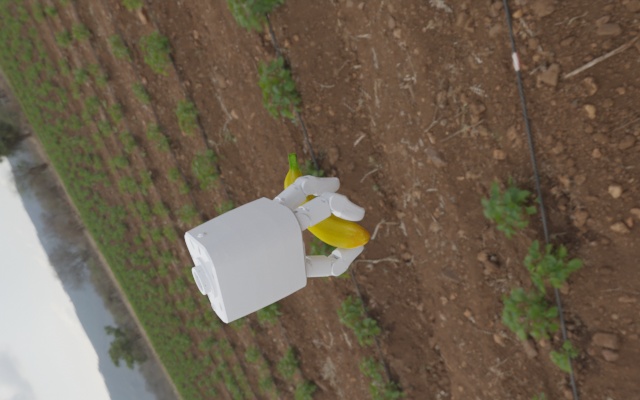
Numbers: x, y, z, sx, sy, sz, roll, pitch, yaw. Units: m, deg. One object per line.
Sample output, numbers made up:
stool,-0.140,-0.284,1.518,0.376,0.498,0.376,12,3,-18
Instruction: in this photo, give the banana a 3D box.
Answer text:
banana,-0.003,0.015,0.643,0.037,0.070,0.197,-20,45,-26
